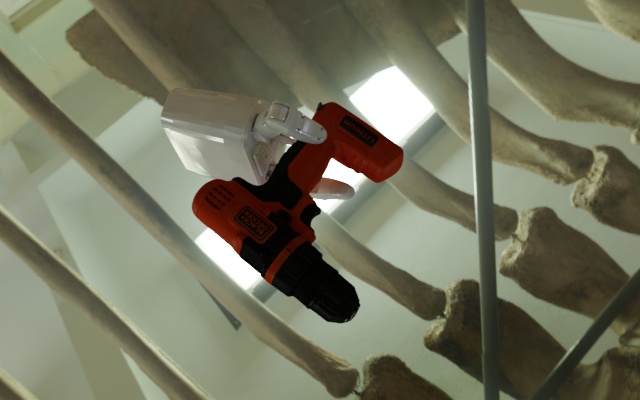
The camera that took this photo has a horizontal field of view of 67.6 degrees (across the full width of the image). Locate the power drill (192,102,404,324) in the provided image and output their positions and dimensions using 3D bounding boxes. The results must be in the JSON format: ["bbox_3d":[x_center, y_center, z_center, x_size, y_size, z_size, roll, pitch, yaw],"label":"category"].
[{"bbox_3d":[0.000,0.001,0.465,0.184,0.187,0.057,38,-28,11],"label":"power drill"}]
